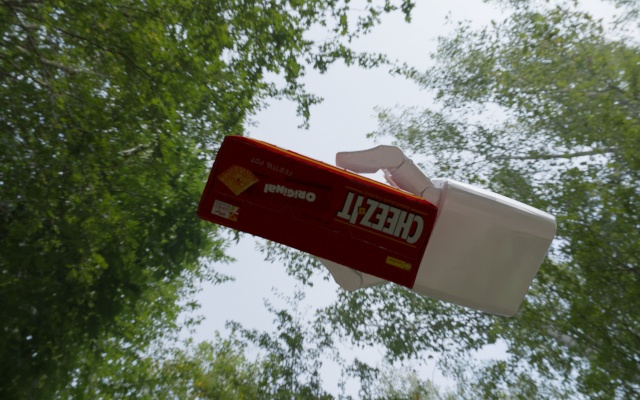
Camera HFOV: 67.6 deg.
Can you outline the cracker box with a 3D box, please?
[{"bbox_3d":[0.000,0.002,0.439,0.164,0.072,0.213,18,2,0],"label":"cracker box"}]
